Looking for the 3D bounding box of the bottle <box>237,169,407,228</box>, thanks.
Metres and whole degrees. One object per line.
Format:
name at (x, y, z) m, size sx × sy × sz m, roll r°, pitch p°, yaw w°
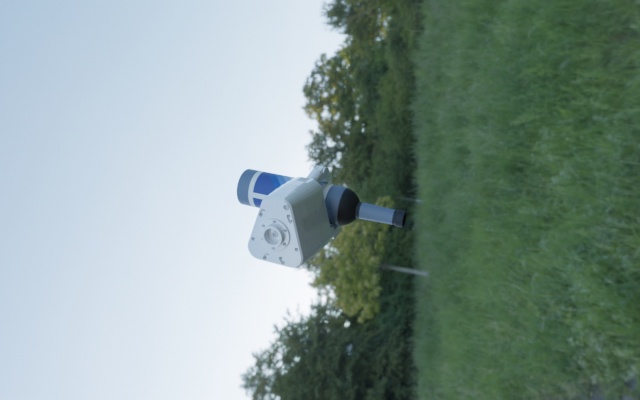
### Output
bottle at (0.000, 0.003, 0.819) m, size 0.295 × 0.069 × 0.069 m, roll 12°, pitch 4°, yaw 20°
